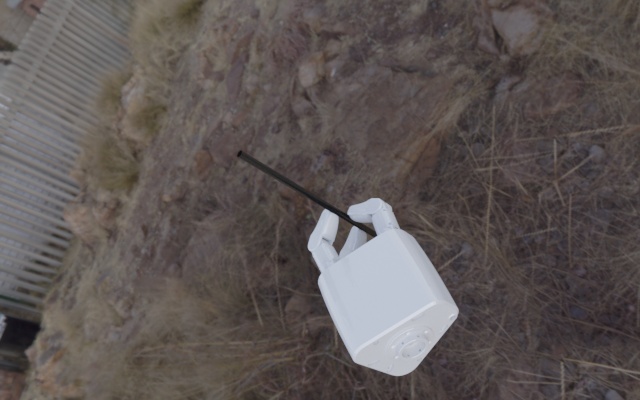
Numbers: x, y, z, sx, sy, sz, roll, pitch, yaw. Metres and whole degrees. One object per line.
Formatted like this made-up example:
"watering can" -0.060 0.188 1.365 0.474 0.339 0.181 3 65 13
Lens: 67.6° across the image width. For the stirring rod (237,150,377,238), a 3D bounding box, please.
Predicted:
"stirring rod" 0.000 0.002 0.562 0.240 0.011 0.011 31 -19 -36
